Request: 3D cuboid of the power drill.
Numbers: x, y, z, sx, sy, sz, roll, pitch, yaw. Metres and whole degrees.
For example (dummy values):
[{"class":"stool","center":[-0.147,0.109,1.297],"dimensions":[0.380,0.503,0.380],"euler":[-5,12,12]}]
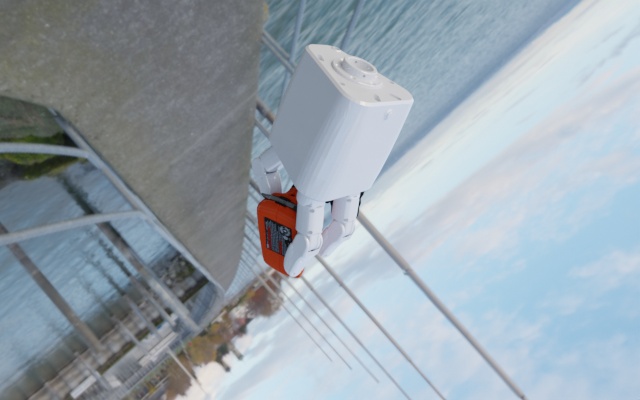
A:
[{"class":"power drill","center":[0.000,0.002,0.580],"dimensions":[0.057,0.185,0.187],"euler":[20,47,21]}]
